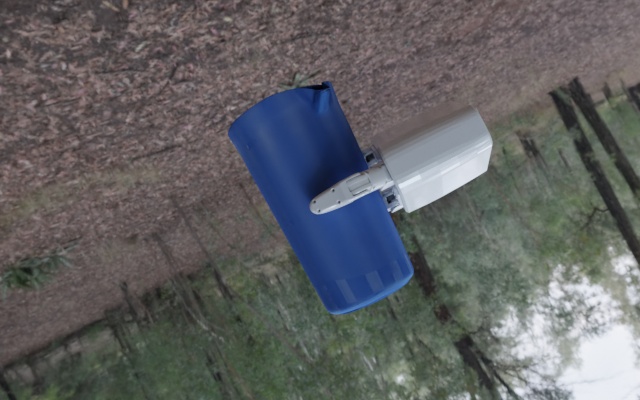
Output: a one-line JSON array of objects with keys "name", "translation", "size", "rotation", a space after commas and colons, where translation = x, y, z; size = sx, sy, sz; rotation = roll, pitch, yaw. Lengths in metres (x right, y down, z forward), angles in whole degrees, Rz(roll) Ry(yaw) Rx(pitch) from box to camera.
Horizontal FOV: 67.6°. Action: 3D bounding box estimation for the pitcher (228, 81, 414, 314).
[{"name": "pitcher", "translation": [0.000, 0.002, 0.550], "size": [0.145, 0.243, 0.149], "rotation": [-27, -4, 7]}]
